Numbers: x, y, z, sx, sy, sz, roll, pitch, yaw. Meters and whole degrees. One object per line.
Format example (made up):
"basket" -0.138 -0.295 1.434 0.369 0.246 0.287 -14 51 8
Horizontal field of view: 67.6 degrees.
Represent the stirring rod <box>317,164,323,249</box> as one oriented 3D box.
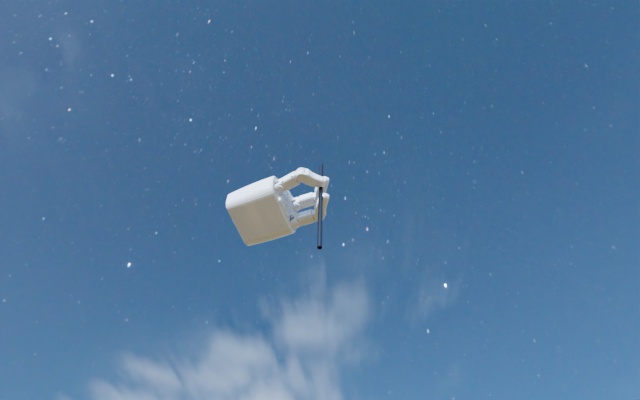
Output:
"stirring rod" 0.000 0.003 0.871 0.011 0.011 0.239 0 38 1
